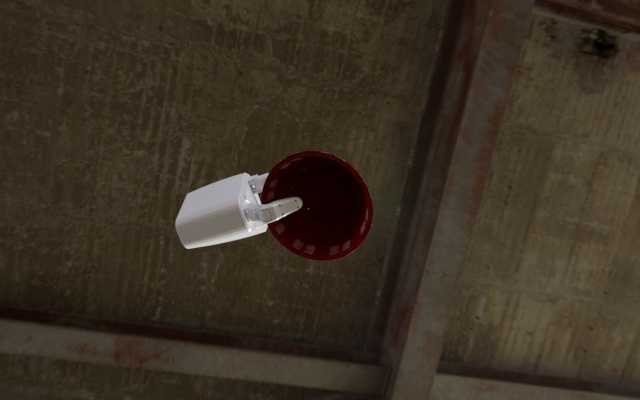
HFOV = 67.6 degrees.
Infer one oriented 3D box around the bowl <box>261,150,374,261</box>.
[{"bbox_3d":[0.002,0.002,0.682,0.162,0.162,0.055,0,19,17],"label":"bowl"}]
